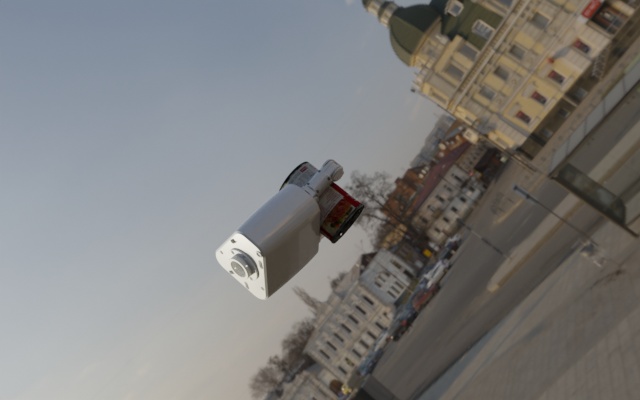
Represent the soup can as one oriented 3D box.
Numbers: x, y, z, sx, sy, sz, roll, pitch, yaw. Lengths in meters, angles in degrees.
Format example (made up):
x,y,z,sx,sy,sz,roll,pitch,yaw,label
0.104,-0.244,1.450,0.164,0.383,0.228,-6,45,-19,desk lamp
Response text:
x,y,z,sx,sy,sz,roll,pitch,yaw,label
0.000,0.002,0.662,0.102,0.068,0.068,39,9,12,soup can
